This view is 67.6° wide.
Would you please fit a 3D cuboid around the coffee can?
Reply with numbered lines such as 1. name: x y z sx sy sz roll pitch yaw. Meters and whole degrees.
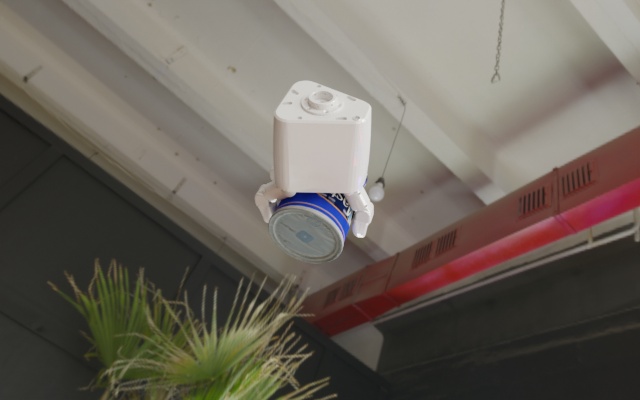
1. coffee can: 0.000 0.002 0.668 0.103 0.103 0.140 0 42 24
